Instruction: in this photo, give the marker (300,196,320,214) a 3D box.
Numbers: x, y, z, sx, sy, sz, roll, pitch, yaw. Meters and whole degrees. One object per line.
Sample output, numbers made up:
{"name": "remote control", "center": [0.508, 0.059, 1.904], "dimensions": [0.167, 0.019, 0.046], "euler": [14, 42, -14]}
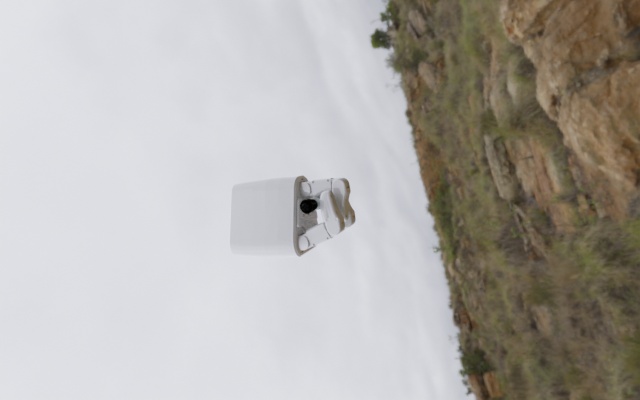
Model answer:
{"name": "marker", "center": [0.000, 0.002, 0.665], "dimensions": [0.020, 0.020, 0.121], "euler": [0, 6, 20]}
